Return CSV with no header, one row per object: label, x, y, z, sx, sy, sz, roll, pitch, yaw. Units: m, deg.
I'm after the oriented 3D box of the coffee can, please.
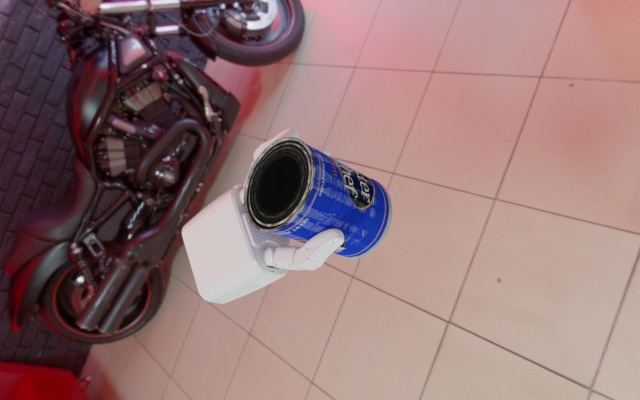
coffee can,0.000,0.002,0.538,0.103,0.102,0.140,0,-17,43
